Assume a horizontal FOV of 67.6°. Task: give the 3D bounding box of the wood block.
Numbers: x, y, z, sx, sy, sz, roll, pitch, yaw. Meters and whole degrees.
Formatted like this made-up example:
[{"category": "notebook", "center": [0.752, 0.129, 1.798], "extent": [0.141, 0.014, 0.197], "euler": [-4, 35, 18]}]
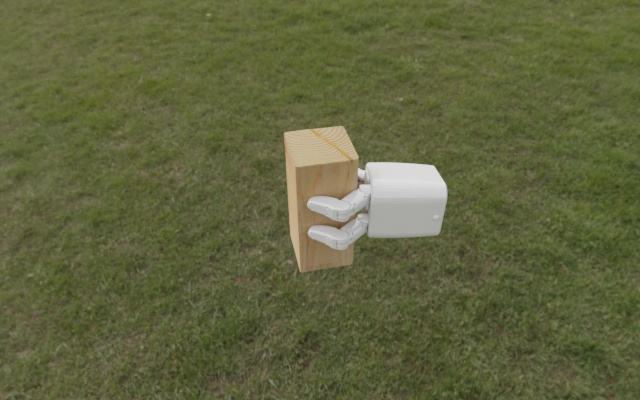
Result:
[{"category": "wood block", "center": [0.000, 0.002, 0.725], "extent": [0.090, 0.206, 0.090], "euler": [-8, 40, -9]}]
